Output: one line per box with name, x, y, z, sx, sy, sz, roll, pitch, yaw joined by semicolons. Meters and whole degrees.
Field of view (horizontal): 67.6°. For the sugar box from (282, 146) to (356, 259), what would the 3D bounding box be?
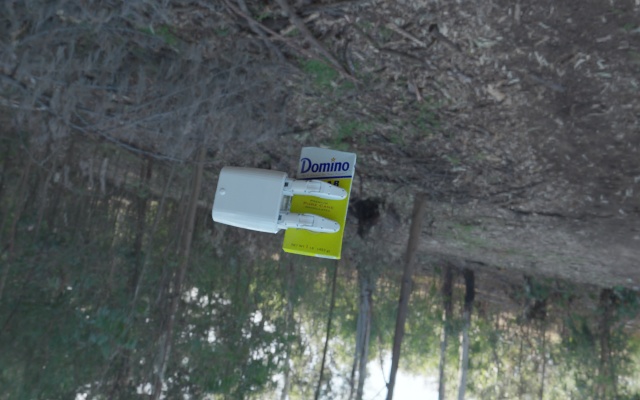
sugar box;0.000;0.003;0.783;0.093;0.176;0.048;8;-11;5
